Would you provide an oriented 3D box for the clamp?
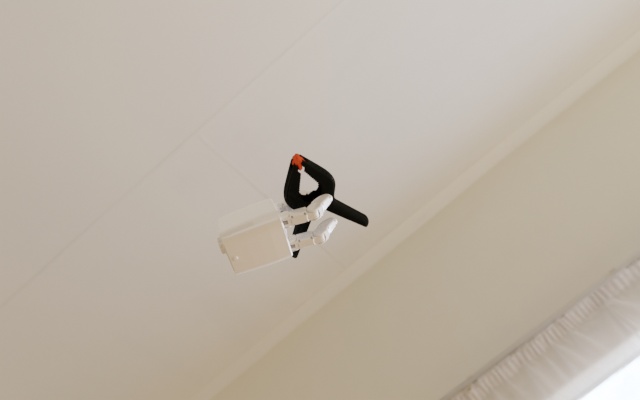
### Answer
[{"bbox_3d":[0.000,0.002,0.865,0.164,0.210,0.036,-19,37,-7],"label":"clamp"}]
